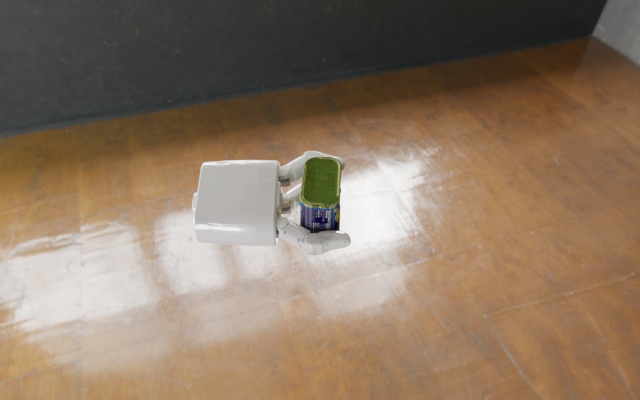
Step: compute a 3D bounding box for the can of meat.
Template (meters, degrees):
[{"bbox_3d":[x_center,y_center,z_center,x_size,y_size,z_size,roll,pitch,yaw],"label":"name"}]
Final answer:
[{"bbox_3d":[0.000,0.002,0.646,0.057,0.084,0.102,3,44,1],"label":"can of meat"}]
